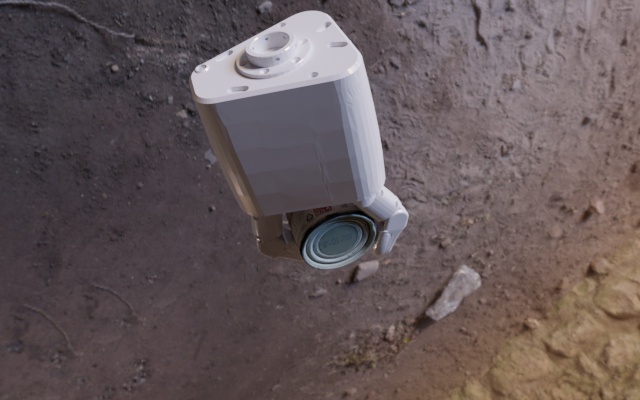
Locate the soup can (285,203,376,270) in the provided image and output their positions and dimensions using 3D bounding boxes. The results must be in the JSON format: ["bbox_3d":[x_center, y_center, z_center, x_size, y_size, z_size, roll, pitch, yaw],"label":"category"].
[{"bbox_3d":[0.000,0.002,0.422,0.068,0.068,0.102,0,41,-25],"label":"soup can"}]
